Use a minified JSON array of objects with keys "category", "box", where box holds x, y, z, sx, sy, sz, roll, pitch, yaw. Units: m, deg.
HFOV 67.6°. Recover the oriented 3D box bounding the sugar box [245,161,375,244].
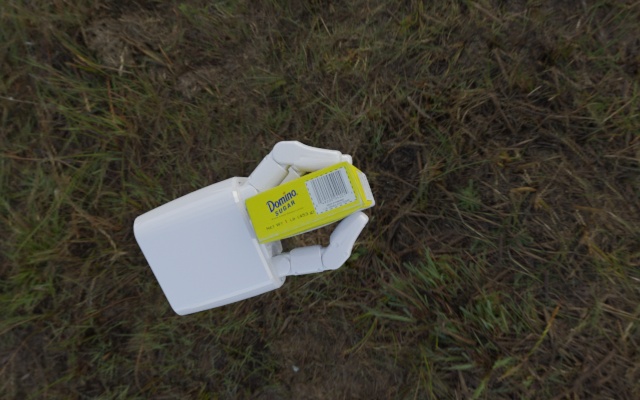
[{"category":"sugar box","box":[0.000,0.001,0.463,0.093,0.048,0.176,-20,-1,8]}]
